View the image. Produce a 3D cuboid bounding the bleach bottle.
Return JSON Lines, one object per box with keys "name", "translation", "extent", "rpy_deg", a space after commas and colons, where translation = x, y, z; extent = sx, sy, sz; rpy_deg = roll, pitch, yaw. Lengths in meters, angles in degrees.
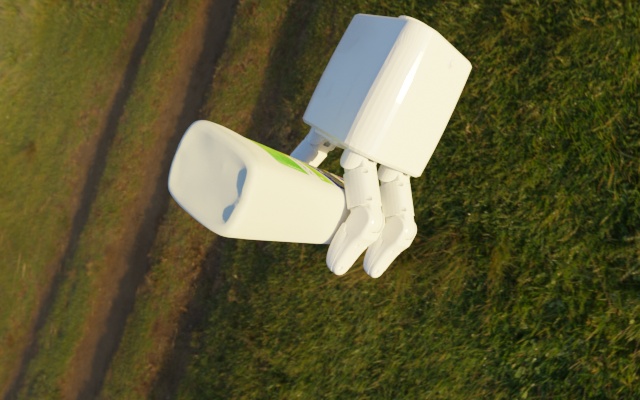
{"name": "bleach bottle", "translation": [0.000, 0.001, 0.428], "extent": [0.102, 0.068, 0.251], "rpy_deg": [33, 12, 39]}
